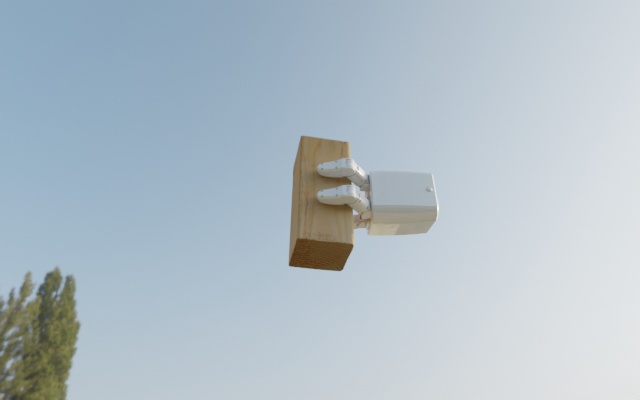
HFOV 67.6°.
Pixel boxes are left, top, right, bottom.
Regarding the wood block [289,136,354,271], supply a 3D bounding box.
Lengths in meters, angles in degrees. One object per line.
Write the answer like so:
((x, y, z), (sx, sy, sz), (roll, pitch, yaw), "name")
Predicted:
((0.000, 0.003, 0.793), (0.090, 0.206, 0.091), (7, -37, -8), "wood block")
